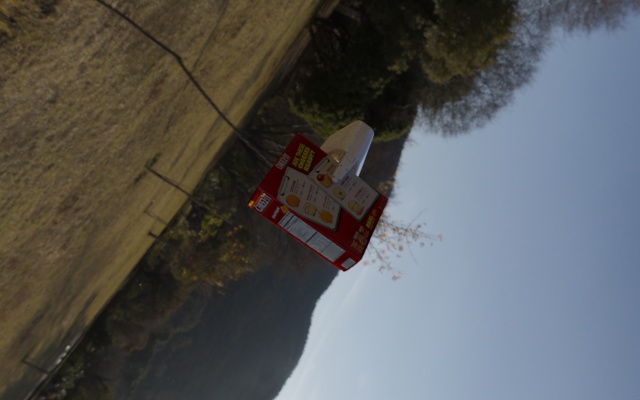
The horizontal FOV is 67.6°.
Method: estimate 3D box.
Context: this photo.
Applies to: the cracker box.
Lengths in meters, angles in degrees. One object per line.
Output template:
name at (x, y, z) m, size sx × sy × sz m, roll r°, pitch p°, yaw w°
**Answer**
cracker box at (0.000, 0.003, 0.861) m, size 0.214 × 0.164 × 0.072 m, roll 35°, pitch -42°, yaw -6°
